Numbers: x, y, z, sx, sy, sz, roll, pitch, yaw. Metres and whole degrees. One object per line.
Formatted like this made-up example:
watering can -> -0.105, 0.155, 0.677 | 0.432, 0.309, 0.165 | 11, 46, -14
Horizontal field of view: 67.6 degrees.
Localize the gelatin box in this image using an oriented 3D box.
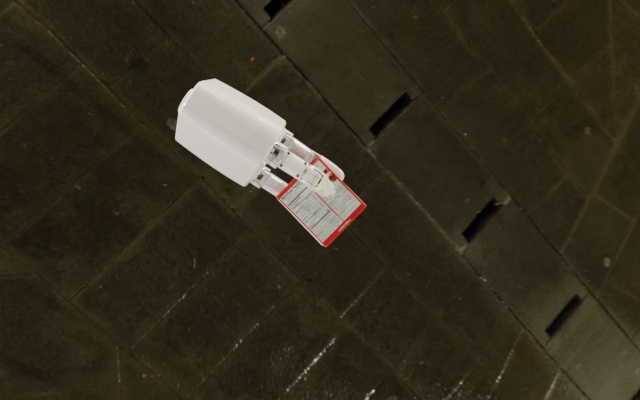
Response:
gelatin box -> 0.000, 0.002, 0.598 | 0.073, 0.089, 0.030 | -45, 5, -6
